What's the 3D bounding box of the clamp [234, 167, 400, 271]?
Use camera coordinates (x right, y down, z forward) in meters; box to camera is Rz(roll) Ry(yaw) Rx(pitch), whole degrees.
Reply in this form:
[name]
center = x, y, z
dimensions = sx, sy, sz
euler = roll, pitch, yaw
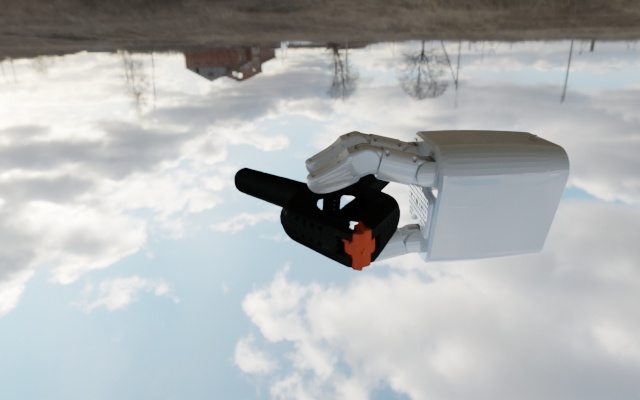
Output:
[clamp]
center = 0.000, 0.002, 0.409
dimensions = 0.164, 0.036, 0.210
euler = -3, 19, -2
